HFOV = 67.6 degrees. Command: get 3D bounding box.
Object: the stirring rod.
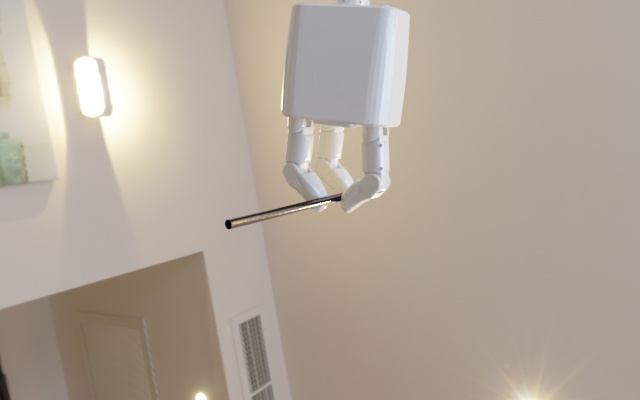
[{"bbox_3d":[0.000,0.001,0.467,0.011,0.011,0.239,0,8,37],"label":"stirring rod"}]
